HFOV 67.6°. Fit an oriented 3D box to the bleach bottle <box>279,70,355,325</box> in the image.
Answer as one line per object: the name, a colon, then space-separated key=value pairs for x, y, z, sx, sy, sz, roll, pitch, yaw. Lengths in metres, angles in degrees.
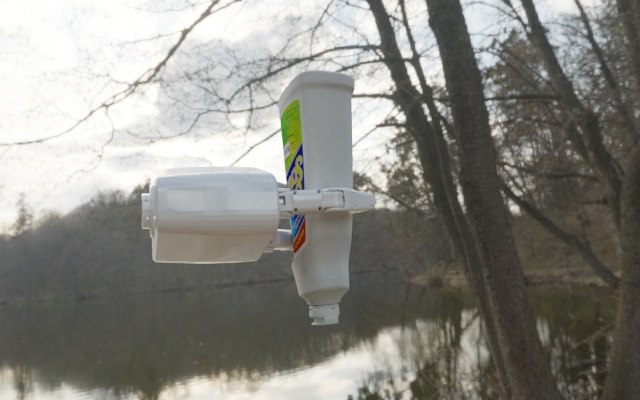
bleach bottle: x=0.000 y=0.002 z=0.502 sx=0.068 sy=0.250 sz=0.102 roll=0 pitch=-9 yaw=-22
